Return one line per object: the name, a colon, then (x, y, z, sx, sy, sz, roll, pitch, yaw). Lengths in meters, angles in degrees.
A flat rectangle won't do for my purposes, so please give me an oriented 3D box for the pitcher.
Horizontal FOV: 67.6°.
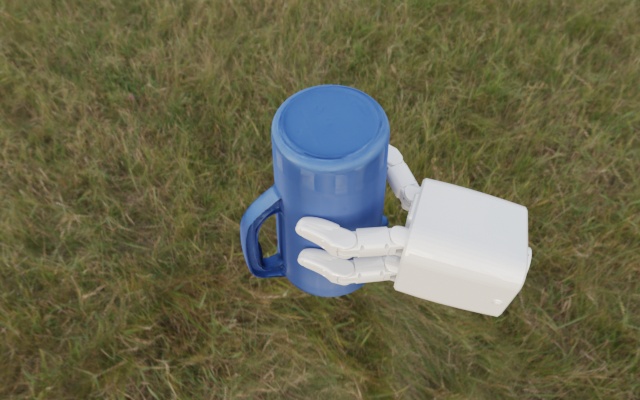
pitcher: (0.000, 0.002, 0.521, 0.145, 0.149, 0.243, 18, -33, 13)
